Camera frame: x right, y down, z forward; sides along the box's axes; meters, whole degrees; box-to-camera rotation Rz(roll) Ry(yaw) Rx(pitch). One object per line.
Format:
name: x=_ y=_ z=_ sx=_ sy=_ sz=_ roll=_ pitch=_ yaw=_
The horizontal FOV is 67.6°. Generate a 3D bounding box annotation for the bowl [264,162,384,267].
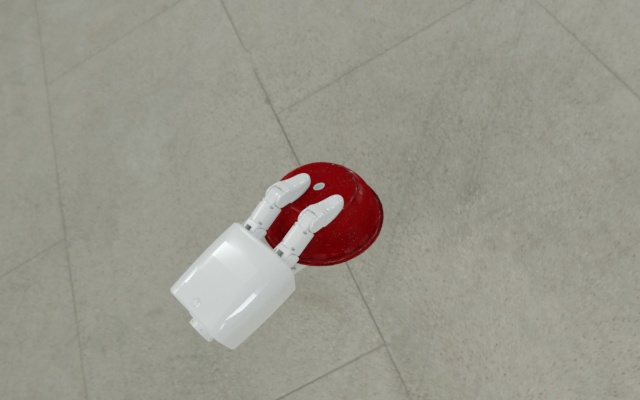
bowl: x=0.001 y=0.001 z=0.606 sx=0.162 sy=0.162 sz=0.055 roll=0 pitch=-42 yaw=5
